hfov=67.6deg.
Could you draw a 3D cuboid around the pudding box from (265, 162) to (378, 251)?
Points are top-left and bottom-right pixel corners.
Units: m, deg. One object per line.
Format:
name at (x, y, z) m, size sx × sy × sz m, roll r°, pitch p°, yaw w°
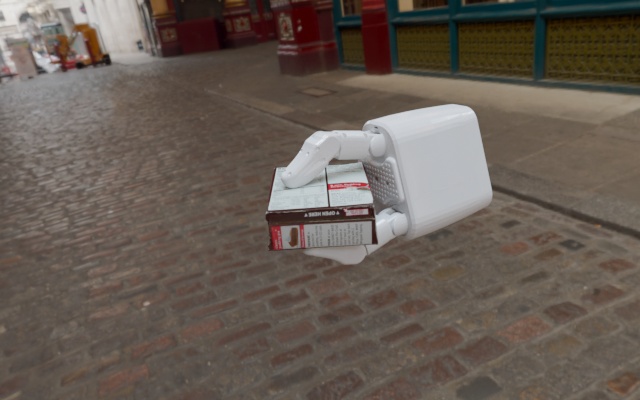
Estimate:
pudding box at (0.000, 0.001, 0.424) m, size 0.090 × 0.039 × 0.113 m, roll -4°, pitch 21°, yaw 1°
